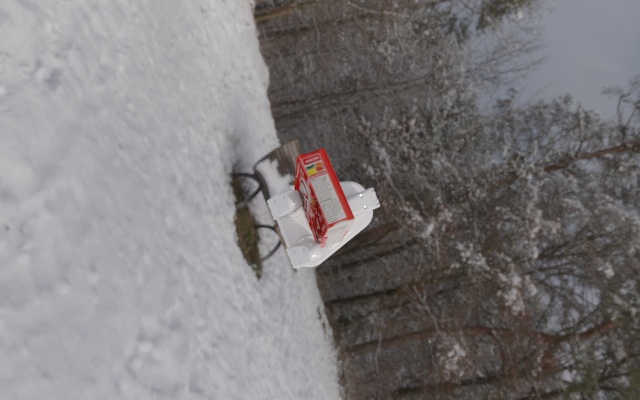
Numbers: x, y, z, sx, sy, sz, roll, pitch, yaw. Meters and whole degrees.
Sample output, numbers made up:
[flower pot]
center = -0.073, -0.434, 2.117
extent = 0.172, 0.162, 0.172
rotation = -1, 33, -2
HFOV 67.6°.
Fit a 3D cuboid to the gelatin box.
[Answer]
[gelatin box]
center = 0.001, 0.001, 0.460
extent = 0.030, 0.073, 0.089
rotation = -19, -15, -11
